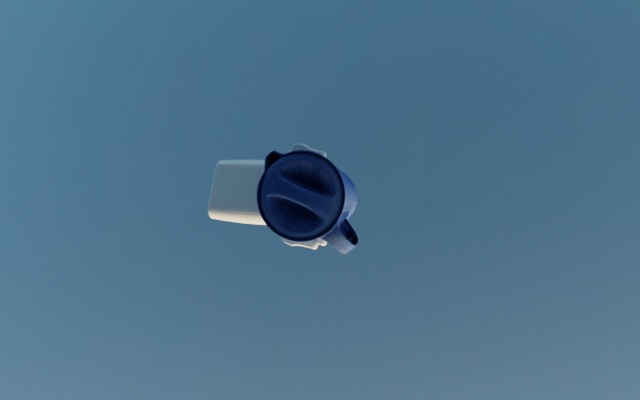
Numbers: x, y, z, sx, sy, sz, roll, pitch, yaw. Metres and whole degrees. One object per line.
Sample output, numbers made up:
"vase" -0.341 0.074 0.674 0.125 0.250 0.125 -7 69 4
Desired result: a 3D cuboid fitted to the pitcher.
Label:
"pitcher" 0.000 0.003 0.801 0.145 0.149 0.243 4 0 12
